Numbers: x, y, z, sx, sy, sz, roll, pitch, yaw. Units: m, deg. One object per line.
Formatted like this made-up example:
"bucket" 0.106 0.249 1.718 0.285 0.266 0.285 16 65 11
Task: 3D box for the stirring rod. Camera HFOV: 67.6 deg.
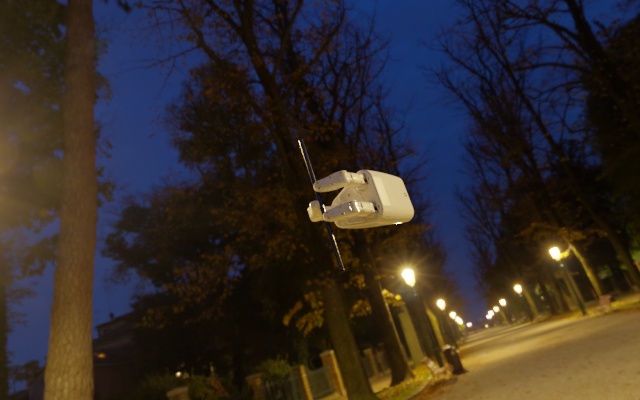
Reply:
"stirring rod" 0.000 0.003 0.793 0.011 0.239 0.011 -16 -19 -6
